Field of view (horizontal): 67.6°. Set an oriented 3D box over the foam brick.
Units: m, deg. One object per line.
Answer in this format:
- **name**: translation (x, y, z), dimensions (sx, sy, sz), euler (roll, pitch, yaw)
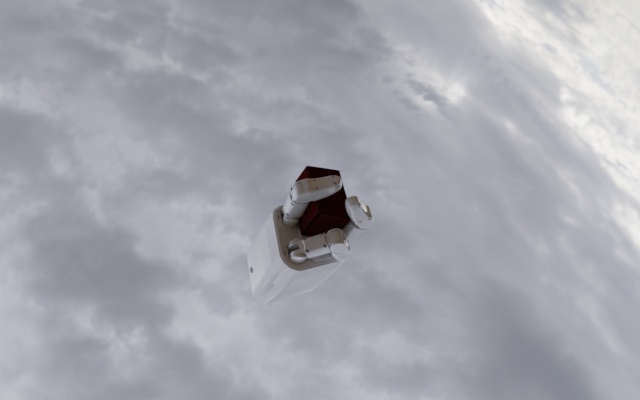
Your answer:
- **foam brick**: translation (0.000, 0.002, 0.624), dimensions (0.053, 0.078, 0.051), euler (8, -40, -29)
